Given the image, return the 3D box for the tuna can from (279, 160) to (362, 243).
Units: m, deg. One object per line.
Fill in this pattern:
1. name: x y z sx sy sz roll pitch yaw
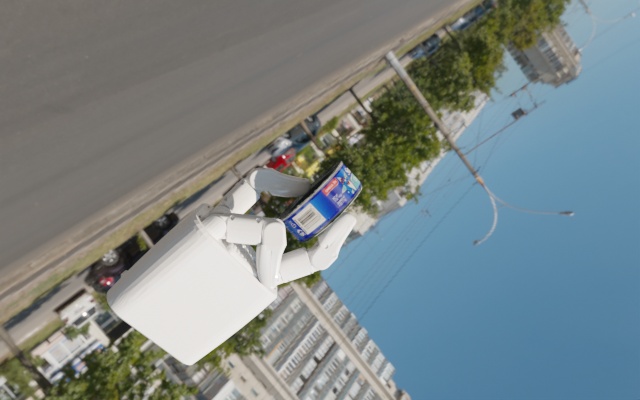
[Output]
1. tuna can: 0.001 0.002 0.472 0.086 0.034 0.086 -43 7 6
